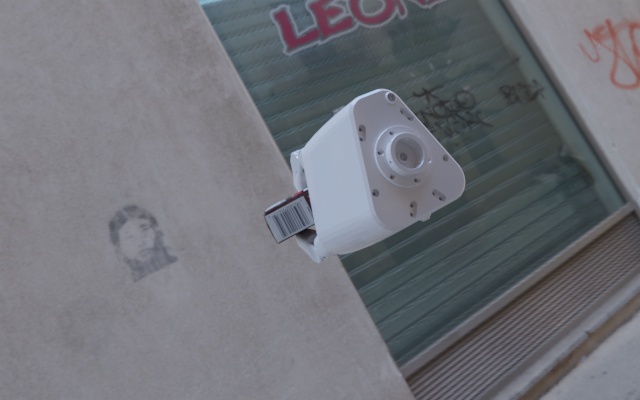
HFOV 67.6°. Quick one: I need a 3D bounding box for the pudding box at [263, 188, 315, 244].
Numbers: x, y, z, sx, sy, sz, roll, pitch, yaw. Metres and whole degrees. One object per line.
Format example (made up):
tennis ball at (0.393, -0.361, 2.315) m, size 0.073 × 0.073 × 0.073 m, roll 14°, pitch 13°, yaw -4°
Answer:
pudding box at (0.000, 0.002, 0.518) m, size 0.113 × 0.039 × 0.090 m, roll -26°, pitch 0°, yaw 4°
